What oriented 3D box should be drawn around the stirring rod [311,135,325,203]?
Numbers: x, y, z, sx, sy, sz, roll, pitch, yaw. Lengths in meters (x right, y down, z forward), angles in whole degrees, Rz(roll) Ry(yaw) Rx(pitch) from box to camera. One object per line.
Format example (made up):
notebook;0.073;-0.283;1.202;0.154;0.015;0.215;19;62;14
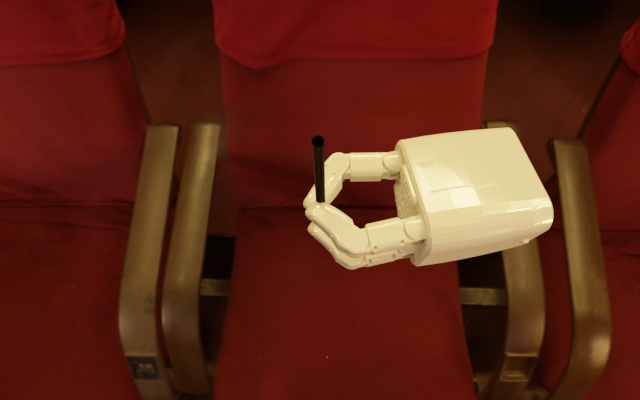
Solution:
stirring rod;0.000;0.001;0.405;0.011;0.011;0.240;0;-18;1
